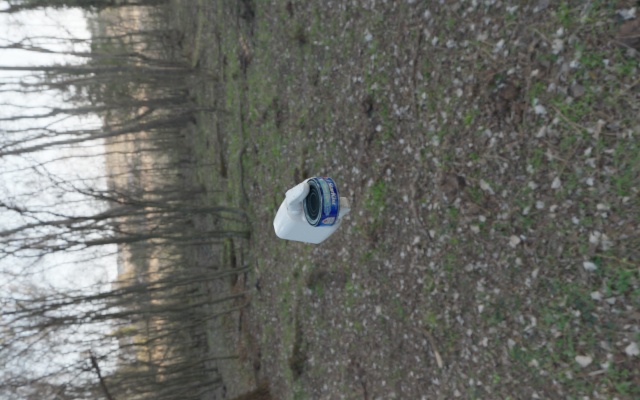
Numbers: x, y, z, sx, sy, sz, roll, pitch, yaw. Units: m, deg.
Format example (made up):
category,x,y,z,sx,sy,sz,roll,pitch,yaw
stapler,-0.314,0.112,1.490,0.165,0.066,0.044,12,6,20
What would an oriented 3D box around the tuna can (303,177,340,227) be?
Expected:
category,x,y,z,sx,sy,sz,roll,pitch,yaw
tuna can,0.000,0.003,0.815,0.034,0.086,0.086,-3,1,-24
